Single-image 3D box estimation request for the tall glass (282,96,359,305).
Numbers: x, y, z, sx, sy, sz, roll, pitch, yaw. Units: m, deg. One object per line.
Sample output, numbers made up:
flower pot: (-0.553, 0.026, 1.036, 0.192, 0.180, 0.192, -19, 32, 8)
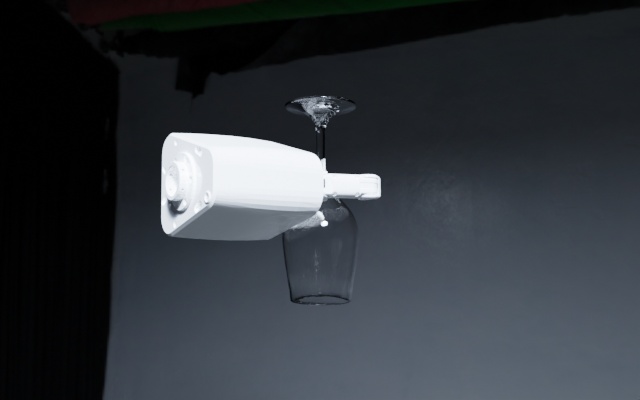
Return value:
tall glass: (0.000, 0.001, 0.487, 0.079, 0.201, 0.079, 0, -3, 0)
